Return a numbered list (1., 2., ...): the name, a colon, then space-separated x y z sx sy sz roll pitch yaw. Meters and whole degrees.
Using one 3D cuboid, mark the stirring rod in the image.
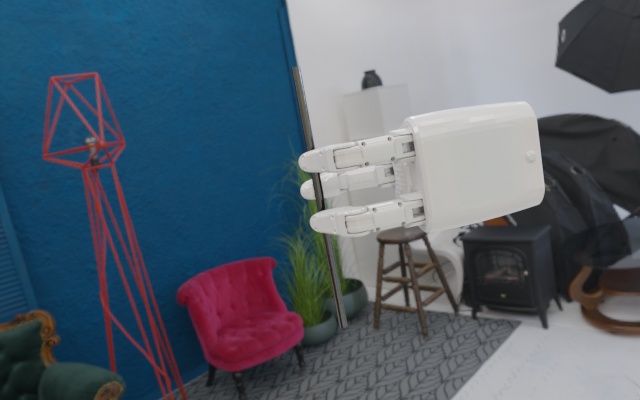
1. stirring rod: 0.000 0.001 0.432 0.011 0.239 0.011 -10 8 2
